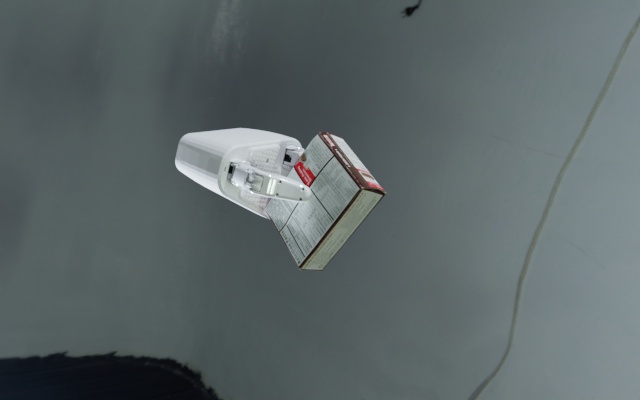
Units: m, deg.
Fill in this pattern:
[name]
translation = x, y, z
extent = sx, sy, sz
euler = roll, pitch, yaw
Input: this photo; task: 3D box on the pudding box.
[pudding box]
translation = 0.000, 0.002, 0.481
extent = 0.039, 0.113, 0.090
euler = 7, 38, -45
